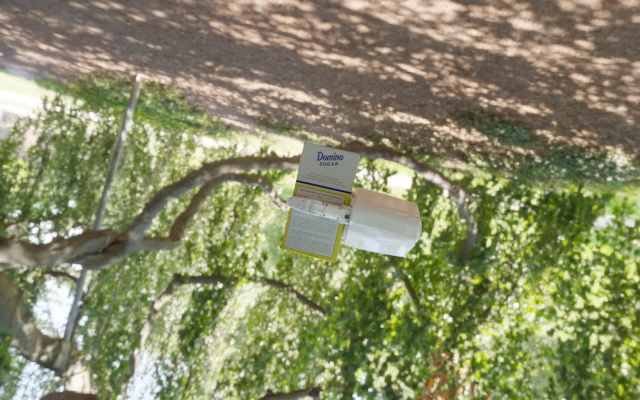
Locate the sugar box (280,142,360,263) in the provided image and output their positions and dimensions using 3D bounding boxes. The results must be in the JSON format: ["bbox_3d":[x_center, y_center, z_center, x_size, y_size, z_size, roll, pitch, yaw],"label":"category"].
[{"bbox_3d":[0.000,0.003,0.766,0.093,0.176,0.048,14,0,3],"label":"sugar box"}]
